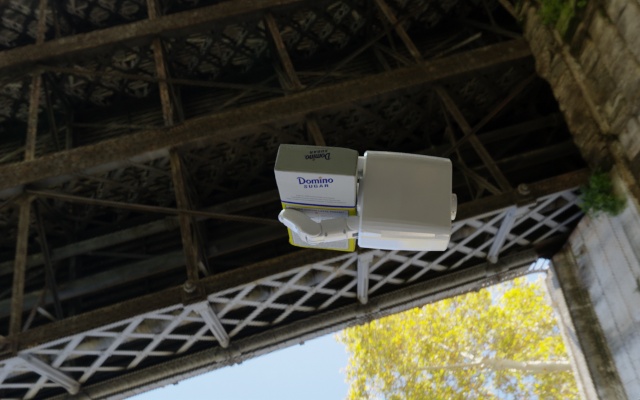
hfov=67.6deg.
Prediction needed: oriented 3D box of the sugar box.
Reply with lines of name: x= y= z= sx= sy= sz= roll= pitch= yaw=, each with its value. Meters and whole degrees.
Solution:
sugar box: x=0.000 y=0.002 z=0.601 sx=0.093 sy=0.048 sz=0.176 roll=5 pitch=-35 yaw=6
